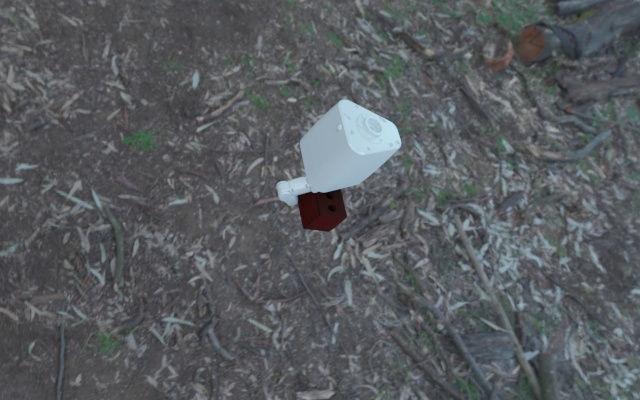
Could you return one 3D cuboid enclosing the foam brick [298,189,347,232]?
[{"bbox_3d":[0.000,0.003,0.751,0.053,0.078,0.051,6,-30,-35],"label":"foam brick"}]
